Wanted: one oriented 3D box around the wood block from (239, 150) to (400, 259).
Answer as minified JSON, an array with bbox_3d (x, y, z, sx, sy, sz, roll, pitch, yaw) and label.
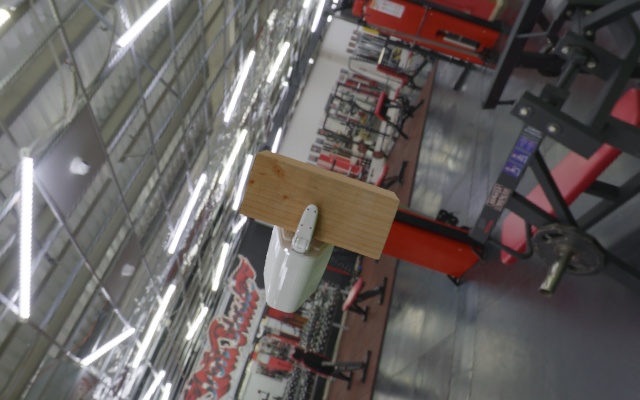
[{"bbox_3d":[0.000,0.003,0.694,0.206,0.090,0.091,18,10,0],"label":"wood block"}]
